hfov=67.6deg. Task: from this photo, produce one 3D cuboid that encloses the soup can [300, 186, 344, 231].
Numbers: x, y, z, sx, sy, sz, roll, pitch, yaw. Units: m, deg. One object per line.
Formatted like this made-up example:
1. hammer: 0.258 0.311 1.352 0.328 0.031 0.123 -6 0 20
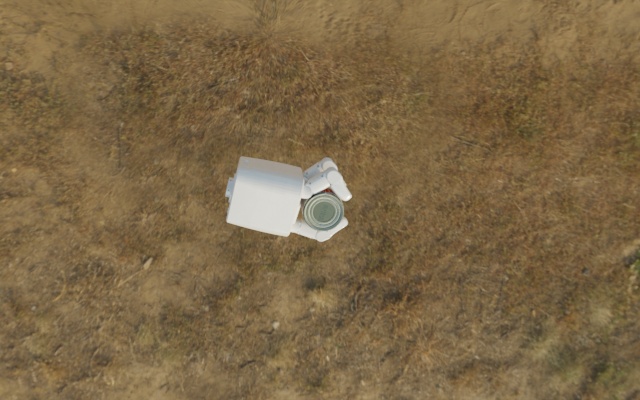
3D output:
1. soup can: 0.001 0.003 0.804 0.068 0.068 0.102 0 19 -6
